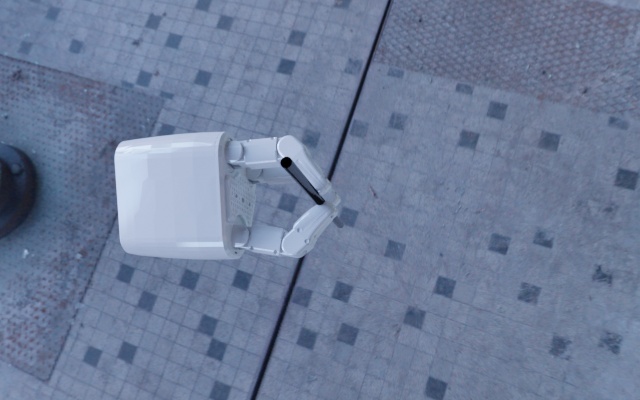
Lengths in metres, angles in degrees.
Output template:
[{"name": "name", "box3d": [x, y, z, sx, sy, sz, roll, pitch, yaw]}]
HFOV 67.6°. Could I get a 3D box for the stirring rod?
[{"name": "stirring rod", "box3d": [0.000, 0.001, 0.427, 0.011, 0.011, 0.239, 0, -13, 11]}]
